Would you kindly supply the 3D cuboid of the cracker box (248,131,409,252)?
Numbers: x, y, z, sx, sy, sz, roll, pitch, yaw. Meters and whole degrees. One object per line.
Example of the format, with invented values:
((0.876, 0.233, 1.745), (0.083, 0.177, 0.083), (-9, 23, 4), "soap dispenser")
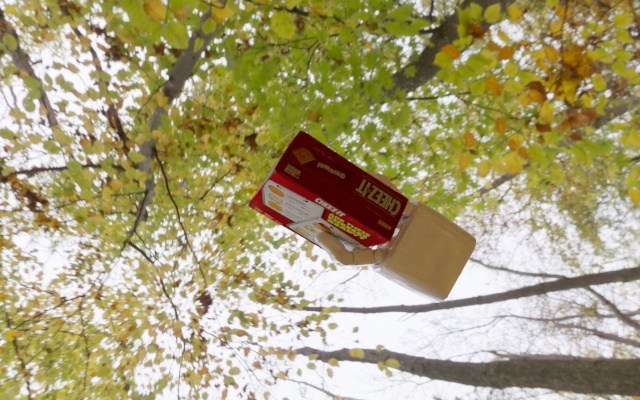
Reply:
((0.000, 0.002, 0.666), (0.164, 0.072, 0.214), (31, -19, -9), "cracker box")
